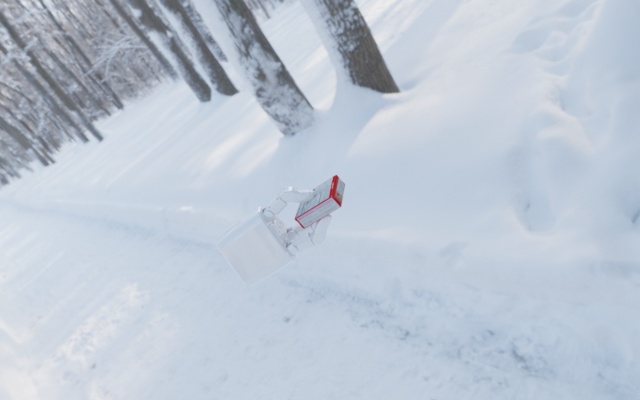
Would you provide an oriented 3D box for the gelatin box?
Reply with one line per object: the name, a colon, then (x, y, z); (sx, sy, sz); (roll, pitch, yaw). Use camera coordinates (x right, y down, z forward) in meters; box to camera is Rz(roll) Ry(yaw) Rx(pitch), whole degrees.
gelatin box: (0.000, 0.002, 0.852); (0.089, 0.030, 0.073); (-33, 23, 26)
